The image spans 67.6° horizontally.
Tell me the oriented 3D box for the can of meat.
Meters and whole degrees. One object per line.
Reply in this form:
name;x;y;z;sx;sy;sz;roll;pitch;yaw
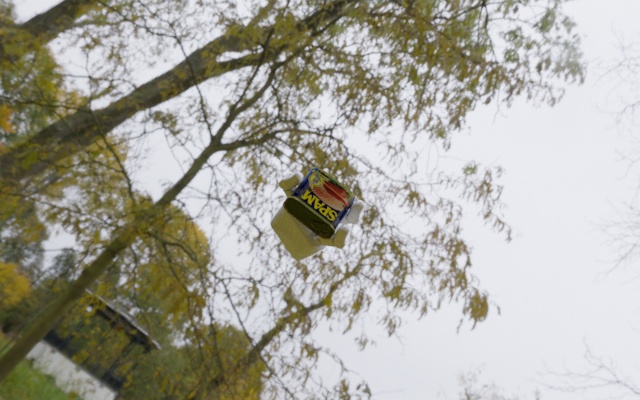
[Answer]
can of meat;0.000;0.002;0.836;0.102;0.084;0.057;38;-31;-3
